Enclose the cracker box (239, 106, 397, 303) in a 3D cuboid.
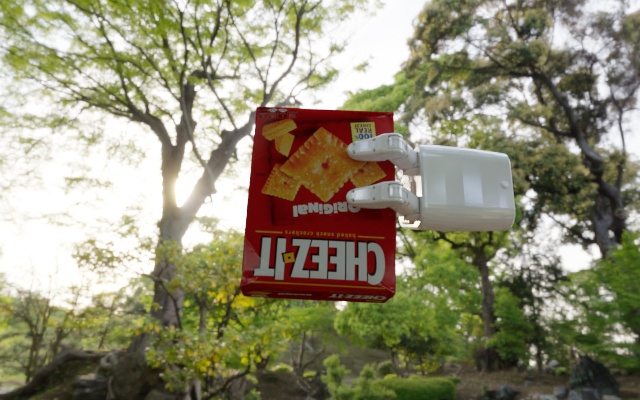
[{"bbox_3d":[0.000,0.002,0.543,0.164,0.213,0.072,3,-19,-2],"label":"cracker box"}]
